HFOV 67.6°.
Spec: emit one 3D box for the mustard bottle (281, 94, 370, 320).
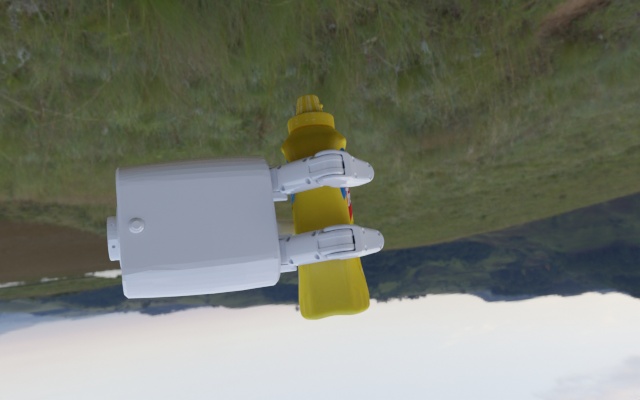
[{"bbox_3d":[0.000,0.002,0.411,0.058,0.191,0.096,-9,-10,4],"label":"mustard bottle"}]
